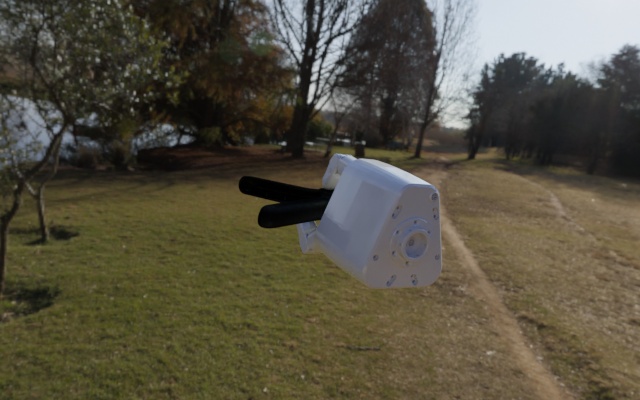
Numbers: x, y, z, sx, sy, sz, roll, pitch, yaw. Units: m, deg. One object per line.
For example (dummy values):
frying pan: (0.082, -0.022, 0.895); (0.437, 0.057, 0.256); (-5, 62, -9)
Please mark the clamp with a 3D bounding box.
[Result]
clamp: (0.001, 0.001, 0.607); (0.210, 0.036, 0.164); (3, 16, -25)
